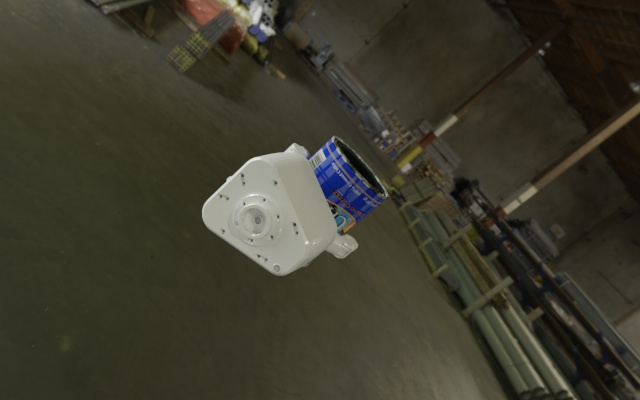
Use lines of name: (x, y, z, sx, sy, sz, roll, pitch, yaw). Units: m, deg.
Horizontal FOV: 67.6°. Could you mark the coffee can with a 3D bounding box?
coffee can: (0.000, 0.002, 0.609, 0.140, 0.103, 0.103, -41, -13, 15)
